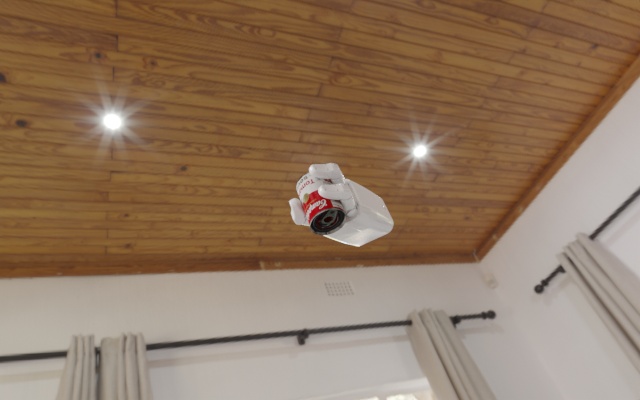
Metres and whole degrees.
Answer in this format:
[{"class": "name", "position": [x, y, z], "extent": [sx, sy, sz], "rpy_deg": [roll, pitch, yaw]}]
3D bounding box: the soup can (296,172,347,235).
[{"class": "soup can", "position": [0.000, 0.003, 0.866], "extent": [0.068, 0.102, 0.069], "rpy_deg": [-12, -41, -11]}]
